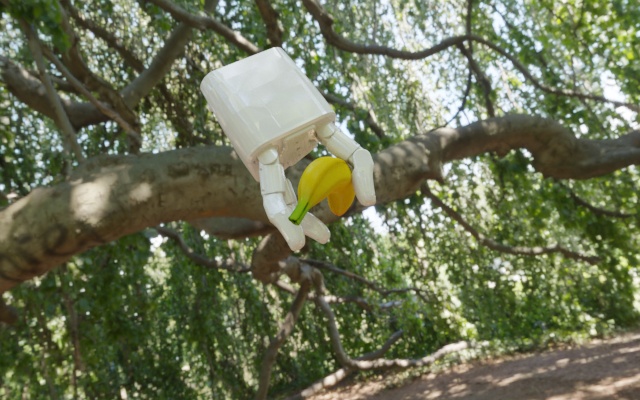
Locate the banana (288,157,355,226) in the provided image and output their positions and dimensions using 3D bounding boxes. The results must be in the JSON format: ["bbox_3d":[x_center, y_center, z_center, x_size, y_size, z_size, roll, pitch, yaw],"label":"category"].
[{"bbox_3d":[0.009,-0.014,0.522,0.037,0.069,0.198,36,10,13],"label":"banana"}]
